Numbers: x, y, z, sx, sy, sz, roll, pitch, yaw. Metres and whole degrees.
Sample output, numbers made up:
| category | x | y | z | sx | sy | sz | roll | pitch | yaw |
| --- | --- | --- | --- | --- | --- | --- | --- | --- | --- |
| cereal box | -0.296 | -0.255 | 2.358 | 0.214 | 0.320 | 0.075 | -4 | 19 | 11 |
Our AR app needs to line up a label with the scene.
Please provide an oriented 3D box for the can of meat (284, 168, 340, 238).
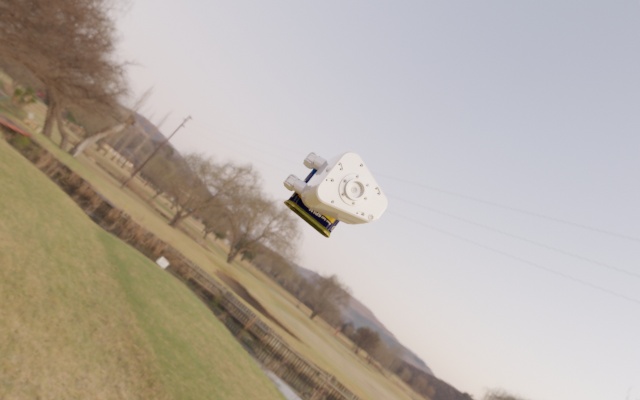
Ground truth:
| category | x | y | z | sx | sy | sz | roll | pitch | yaw |
| --- | --- | --- | --- | --- | --- | --- | --- | --- | --- |
| can of meat | 0.000 | 0.003 | 0.854 | 0.102 | 0.084 | 0.057 | 39 | -10 | -4 |
